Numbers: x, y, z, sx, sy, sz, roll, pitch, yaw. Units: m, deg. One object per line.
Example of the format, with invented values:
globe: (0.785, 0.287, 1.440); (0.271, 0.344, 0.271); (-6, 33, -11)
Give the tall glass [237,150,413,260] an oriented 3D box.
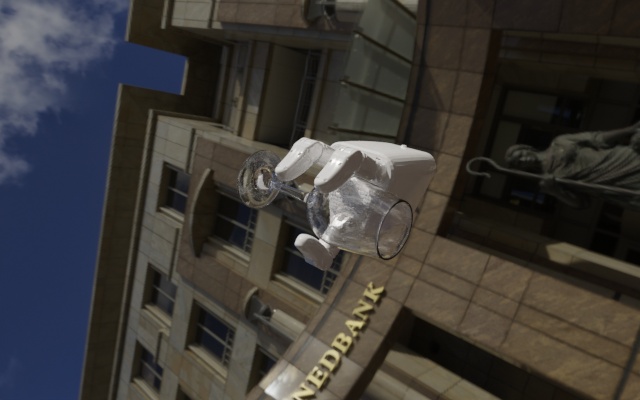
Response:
tall glass: (-0.001, 0.002, 0.526); (0.201, 0.079, 0.079); (21, 13, 38)
